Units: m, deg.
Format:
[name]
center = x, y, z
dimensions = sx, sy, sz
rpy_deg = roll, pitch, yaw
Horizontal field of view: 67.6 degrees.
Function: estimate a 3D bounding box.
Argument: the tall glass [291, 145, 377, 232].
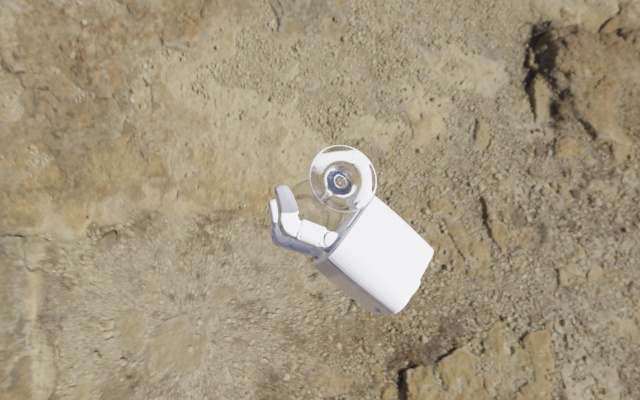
[tall glass]
center = 0.000, 0.002, 0.588
dimensions = 0.079, 0.079, 0.201
rpy_deg = 0, -14, -15
